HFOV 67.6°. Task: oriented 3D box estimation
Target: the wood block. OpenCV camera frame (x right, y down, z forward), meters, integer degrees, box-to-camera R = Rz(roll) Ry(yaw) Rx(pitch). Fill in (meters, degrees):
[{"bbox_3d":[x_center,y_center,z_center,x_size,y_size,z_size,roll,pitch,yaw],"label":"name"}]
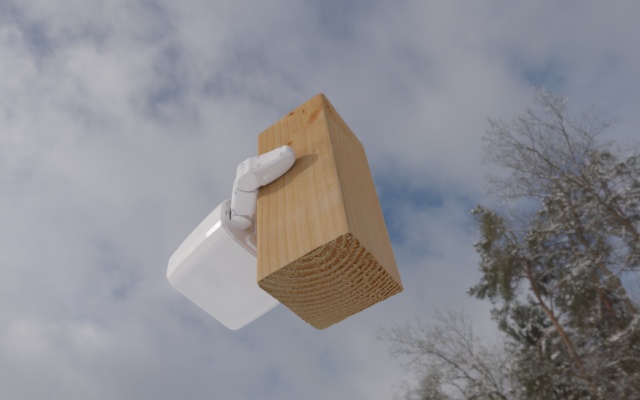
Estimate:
[{"bbox_3d":[0.000,0.001,0.457,0.090,0.206,0.091,-30,-52,18],"label":"wood block"}]
